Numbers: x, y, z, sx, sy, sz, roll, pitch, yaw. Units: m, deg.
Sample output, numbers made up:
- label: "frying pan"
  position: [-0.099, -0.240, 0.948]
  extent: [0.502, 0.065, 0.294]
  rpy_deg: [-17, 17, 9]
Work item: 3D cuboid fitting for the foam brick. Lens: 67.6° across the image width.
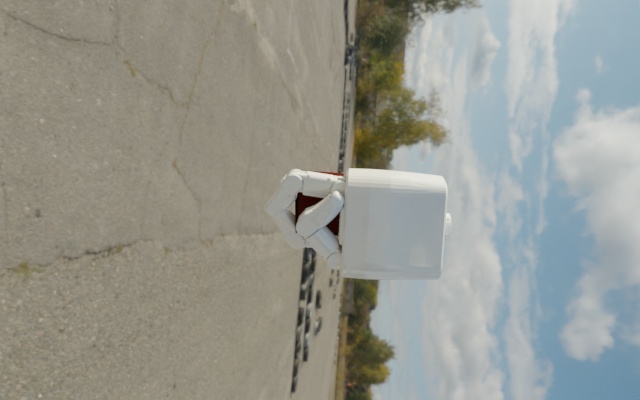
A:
- label: "foam brick"
  position: [0.000, 0.002, 0.570]
  extent: [0.051, 0.053, 0.078]
  rpy_deg: [3, 22, 4]
